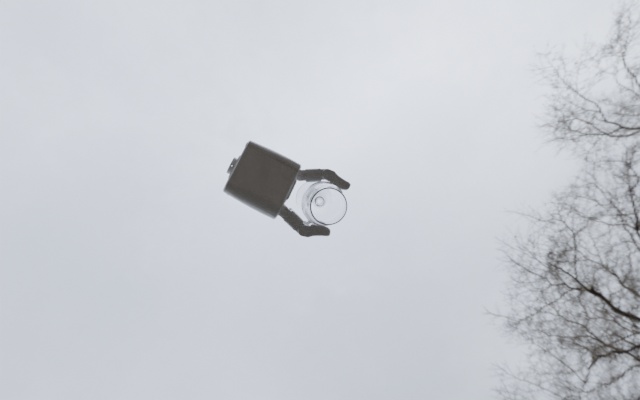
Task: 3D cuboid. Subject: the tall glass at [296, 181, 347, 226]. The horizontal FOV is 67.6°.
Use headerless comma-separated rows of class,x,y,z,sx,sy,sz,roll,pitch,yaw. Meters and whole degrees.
tall glass,0.000,0.003,0.874,0.079,0.079,0.201,0,4,-8
